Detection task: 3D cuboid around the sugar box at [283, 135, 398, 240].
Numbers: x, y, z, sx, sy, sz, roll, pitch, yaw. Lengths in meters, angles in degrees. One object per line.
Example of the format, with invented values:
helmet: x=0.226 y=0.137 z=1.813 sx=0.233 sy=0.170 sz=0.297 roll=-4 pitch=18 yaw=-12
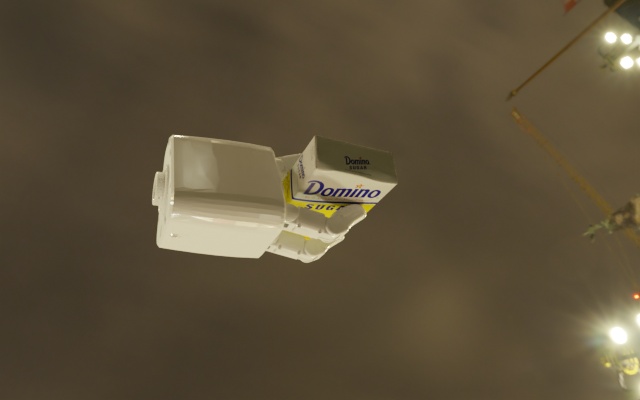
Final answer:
sugar box: x=0.000 y=0.002 z=0.537 sx=0.093 sy=0.048 sz=0.176 roll=10 pitch=-31 yaw=-23
